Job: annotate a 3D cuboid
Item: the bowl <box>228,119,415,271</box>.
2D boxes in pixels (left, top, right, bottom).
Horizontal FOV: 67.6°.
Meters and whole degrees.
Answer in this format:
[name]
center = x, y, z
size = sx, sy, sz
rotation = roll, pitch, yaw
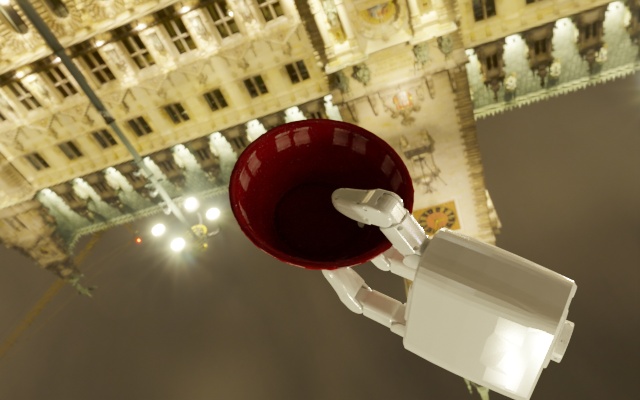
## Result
[bowl]
center = -0.001, 0.001, 0.437
size = 0.162, 0.162, 0.055
rotation = 0, -34, -4
